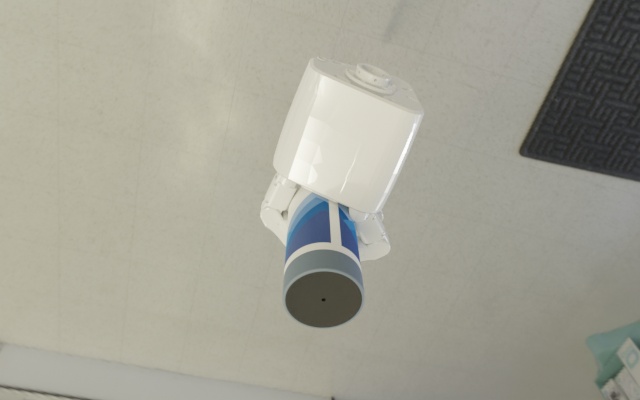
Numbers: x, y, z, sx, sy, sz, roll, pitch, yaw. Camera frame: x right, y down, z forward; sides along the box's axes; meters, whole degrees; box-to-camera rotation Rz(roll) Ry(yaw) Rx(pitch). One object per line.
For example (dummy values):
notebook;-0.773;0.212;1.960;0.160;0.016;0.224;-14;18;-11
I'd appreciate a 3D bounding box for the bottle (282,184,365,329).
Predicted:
bottle;0.000;0.002;0.507;0.069;0.069;0.295;0;32;-1
